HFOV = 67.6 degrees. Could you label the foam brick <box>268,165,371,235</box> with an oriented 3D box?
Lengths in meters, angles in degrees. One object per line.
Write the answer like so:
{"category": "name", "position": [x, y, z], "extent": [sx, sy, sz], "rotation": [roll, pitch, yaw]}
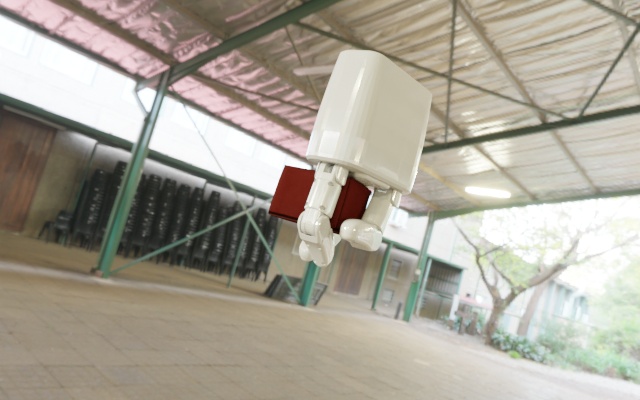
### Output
{"category": "foam brick", "position": [0.000, 0.002, 0.465], "extent": [0.078, 0.051, 0.053], "rotation": [13, -6, 29]}
